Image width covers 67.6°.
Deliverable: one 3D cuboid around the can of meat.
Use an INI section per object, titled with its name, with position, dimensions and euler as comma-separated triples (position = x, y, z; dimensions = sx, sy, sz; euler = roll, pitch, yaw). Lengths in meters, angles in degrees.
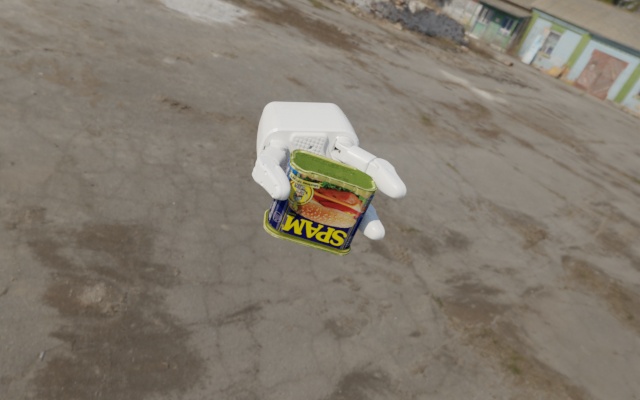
[can of meat]
position = 0.000, 0.001, 0.514
dimensions = 0.102, 0.084, 0.057
euler = 18, 26, -12
